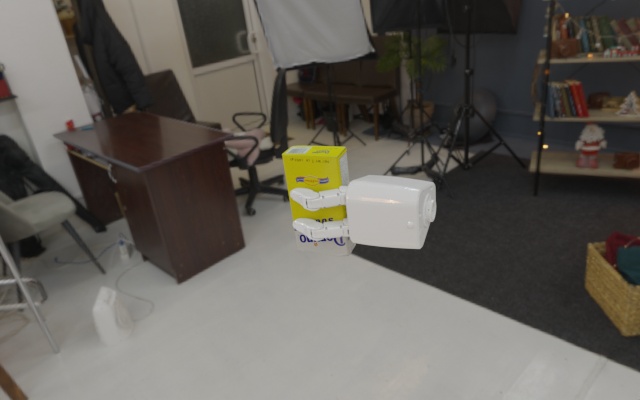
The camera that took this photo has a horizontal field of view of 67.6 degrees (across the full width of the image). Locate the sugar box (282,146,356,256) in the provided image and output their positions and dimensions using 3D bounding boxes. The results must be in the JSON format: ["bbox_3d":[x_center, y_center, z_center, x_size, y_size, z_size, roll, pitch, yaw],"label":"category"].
[{"bbox_3d":[0.000,0.003,0.750,0.093,0.176,0.048,5,28,24],"label":"sugar box"}]
